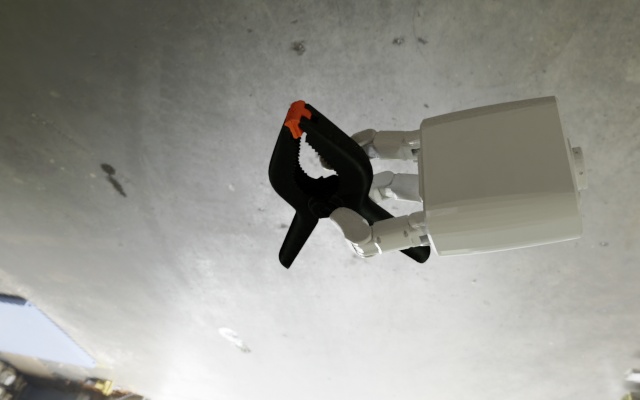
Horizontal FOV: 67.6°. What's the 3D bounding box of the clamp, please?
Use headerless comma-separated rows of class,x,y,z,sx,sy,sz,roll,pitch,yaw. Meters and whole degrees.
clamp,0.000,0.002,0.453,0.164,0.036,0.210,-11,-46,22
